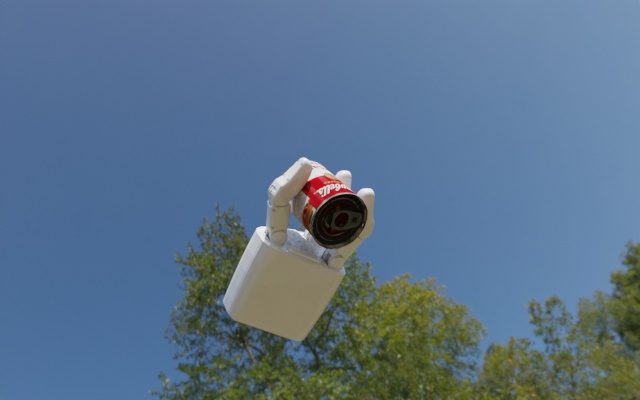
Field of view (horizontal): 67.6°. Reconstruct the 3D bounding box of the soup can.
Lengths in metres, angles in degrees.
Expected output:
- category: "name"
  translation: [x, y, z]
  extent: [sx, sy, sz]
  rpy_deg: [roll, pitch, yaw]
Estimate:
- category: "soup can"
  translation: [0.000, 0.001, 0.552]
  extent: [0.068, 0.068, 0.102]
  rpy_deg: [0, 25, -28]
